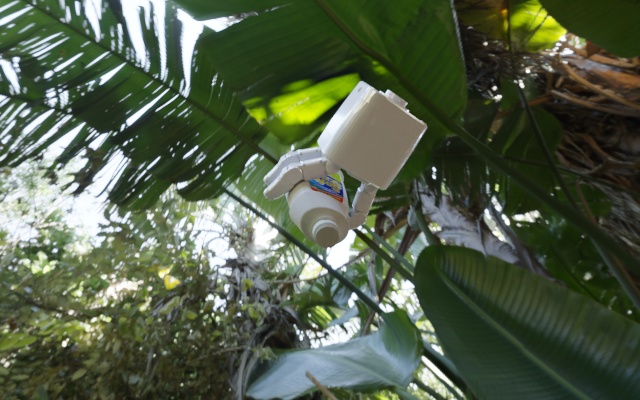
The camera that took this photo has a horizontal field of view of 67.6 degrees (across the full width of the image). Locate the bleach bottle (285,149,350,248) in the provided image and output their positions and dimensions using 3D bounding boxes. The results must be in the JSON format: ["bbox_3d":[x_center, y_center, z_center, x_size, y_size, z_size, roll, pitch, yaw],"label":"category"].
[{"bbox_3d":[0.000,0.002,0.665,0.102,0.068,0.250,31,14,-17],"label":"bleach bottle"}]
